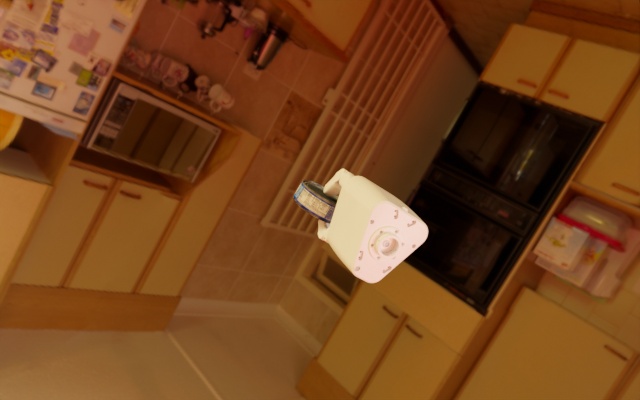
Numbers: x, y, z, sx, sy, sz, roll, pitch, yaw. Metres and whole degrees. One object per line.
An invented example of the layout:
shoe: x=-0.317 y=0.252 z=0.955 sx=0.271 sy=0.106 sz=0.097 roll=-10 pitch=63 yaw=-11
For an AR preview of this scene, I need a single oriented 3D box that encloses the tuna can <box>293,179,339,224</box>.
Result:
tuna can: x=0.000 y=0.003 z=0.763 sx=0.086 sy=0.034 sz=0.086 roll=30 pitch=11 yaw=-7
